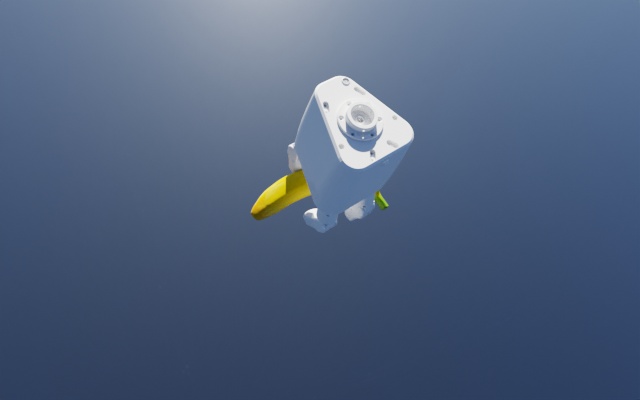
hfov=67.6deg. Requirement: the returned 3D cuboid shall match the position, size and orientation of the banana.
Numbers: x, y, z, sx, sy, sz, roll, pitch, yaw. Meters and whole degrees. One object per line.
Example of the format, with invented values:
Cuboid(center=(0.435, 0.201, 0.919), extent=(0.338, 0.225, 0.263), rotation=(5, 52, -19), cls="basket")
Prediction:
Cuboid(center=(0.000, -0.016, 0.654), extent=(0.198, 0.069, 0.037), rotation=(-5, -18, -17), cls="banana")
